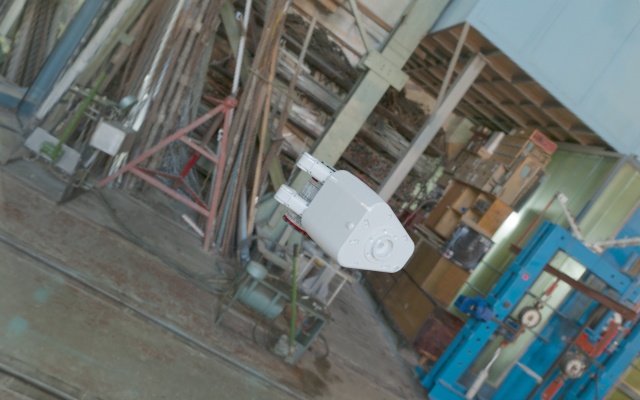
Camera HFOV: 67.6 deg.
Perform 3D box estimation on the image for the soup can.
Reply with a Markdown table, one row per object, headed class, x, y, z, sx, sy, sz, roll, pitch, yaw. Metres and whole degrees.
| class | x | y | z | sx | sy | sz | roll | pitch | yaw |
| --- | --- | --- | --- | --- | --- | --- | --- | --- | --- |
| soup can | 0.000 | 0.002 | 0.697 | 0.068 | 0.102 | 0.068 | 35 | 5 | -4 |
